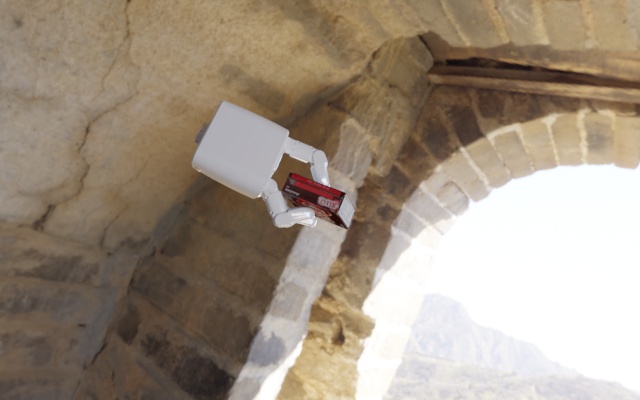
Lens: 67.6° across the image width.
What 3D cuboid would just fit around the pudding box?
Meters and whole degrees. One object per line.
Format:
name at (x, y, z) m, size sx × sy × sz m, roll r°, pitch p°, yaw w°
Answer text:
pudding box at (0.000, 0.002, 0.710) m, size 0.090 × 0.039 × 0.113 m, roll 23°, pitch -7°, yaw 16°
